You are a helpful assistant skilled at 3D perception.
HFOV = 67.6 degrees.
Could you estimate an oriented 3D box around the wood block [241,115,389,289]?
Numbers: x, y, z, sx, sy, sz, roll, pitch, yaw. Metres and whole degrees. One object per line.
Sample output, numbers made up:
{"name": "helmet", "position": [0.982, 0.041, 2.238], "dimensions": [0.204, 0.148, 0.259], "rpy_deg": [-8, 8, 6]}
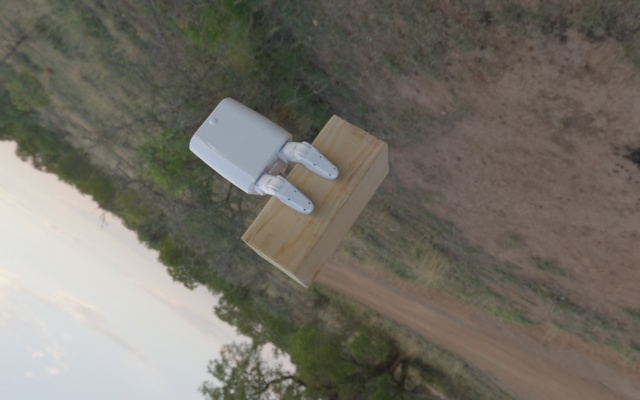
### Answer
{"name": "wood block", "position": [0.000, 0.002, 0.646], "dimensions": [0.090, 0.206, 0.091], "rpy_deg": [32, -13, 18]}
